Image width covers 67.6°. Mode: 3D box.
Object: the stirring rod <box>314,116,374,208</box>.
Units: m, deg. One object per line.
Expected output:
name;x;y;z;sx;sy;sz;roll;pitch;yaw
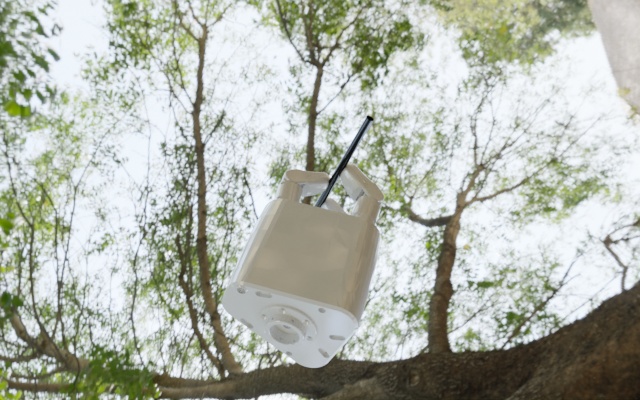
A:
stirring rod;0.000;0.002;0.530;0.011;0.011;0.240;0;-42;-31
